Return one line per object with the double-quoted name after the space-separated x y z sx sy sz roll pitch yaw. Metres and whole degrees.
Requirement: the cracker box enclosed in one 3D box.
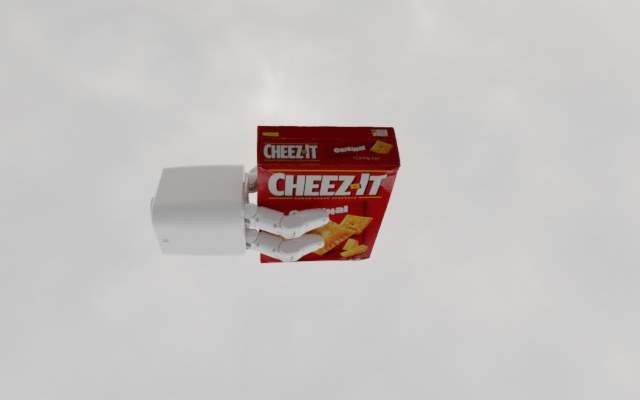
0.000 0.002 0.623 0.164 0.072 0.214 -1 -36 -7 "cracker box"
